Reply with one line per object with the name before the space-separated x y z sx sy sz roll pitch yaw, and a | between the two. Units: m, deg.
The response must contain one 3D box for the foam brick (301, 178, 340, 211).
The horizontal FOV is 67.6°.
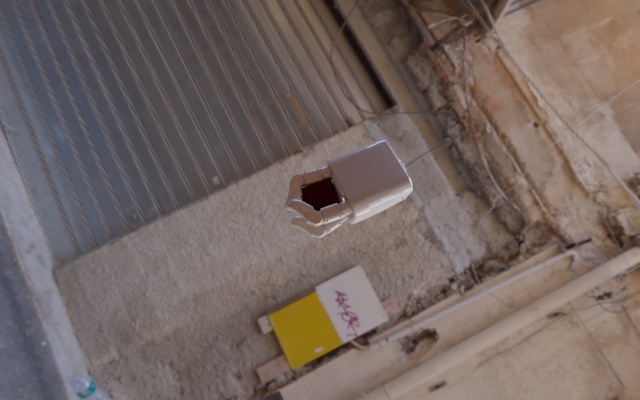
foam brick | 0.000 0.003 0.804 0.051 0.053 0.078 -20 -10 -6
